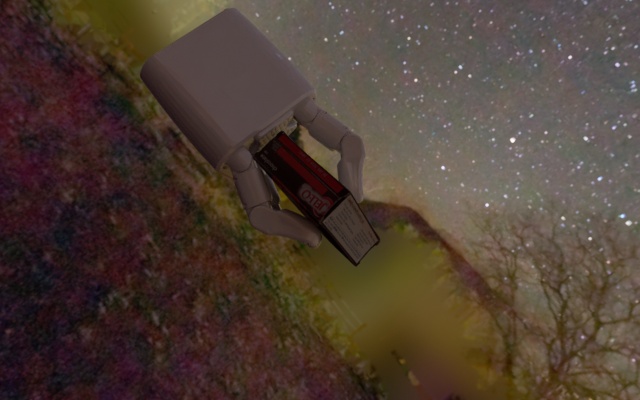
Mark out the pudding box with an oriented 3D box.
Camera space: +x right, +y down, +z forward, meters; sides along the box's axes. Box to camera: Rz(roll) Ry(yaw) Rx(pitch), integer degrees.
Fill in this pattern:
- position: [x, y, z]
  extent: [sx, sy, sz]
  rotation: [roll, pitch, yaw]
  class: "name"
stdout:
- position: [0.000, 0.001, 0.414]
  extent: [0.090, 0.039, 0.113]
  rotation: [45, -2, 31]
  class: "pudding box"
